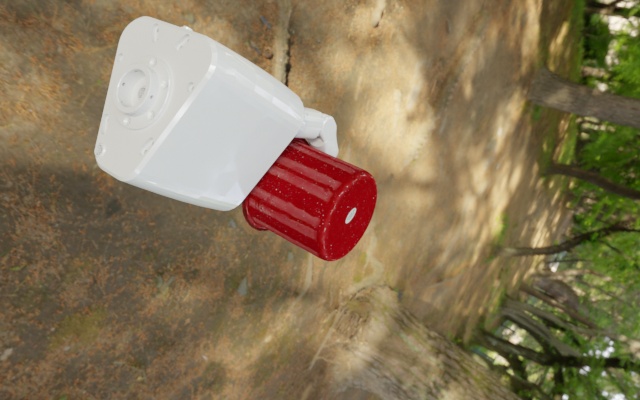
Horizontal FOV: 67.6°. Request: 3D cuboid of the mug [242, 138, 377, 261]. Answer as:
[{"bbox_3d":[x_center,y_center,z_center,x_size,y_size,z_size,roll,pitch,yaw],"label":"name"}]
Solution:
[{"bbox_3d":[0.001,0.002,0.420,0.081,0.093,0.117,26,5,29],"label":"mug"}]
